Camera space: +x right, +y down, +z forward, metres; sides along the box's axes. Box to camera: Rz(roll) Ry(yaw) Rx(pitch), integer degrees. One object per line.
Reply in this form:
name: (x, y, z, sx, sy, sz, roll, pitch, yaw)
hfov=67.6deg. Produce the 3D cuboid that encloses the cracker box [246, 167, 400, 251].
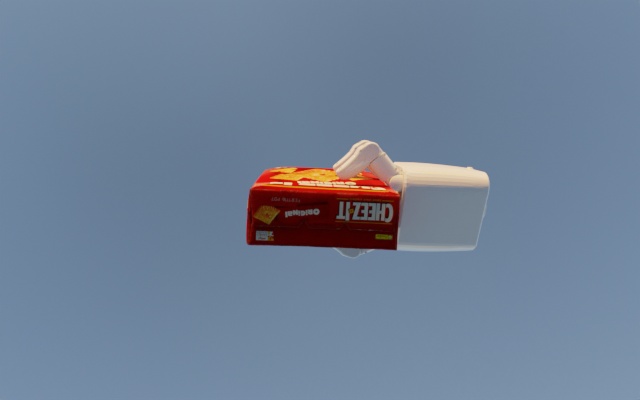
cracker box: (0.000, 0.002, 0.609, 0.164, 0.072, 0.213, 2, 9, -2)
